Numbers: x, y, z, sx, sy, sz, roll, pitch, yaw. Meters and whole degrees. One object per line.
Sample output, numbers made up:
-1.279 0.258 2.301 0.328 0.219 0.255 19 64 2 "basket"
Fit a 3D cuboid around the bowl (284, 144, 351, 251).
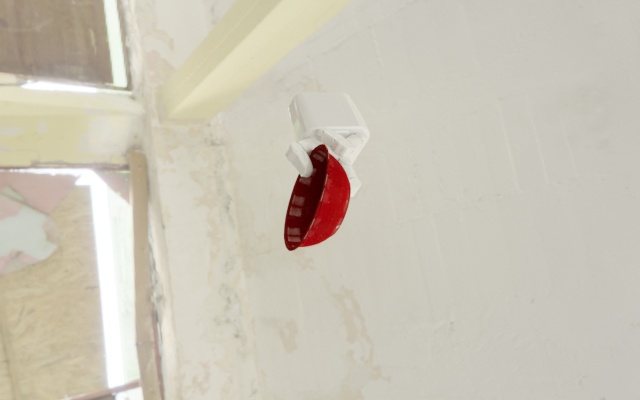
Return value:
0.000 0.004 0.699 0.055 0.162 0.162 18 -6 -17 "bowl"
